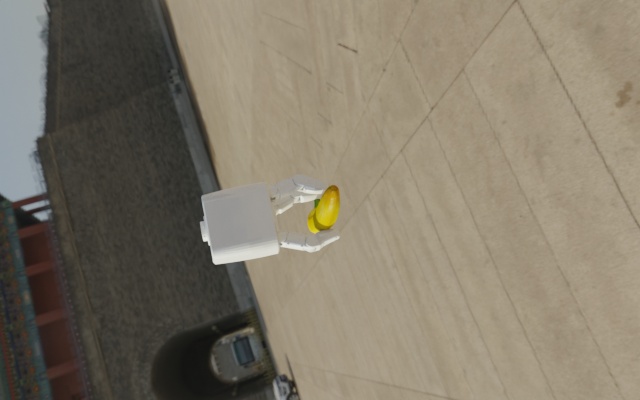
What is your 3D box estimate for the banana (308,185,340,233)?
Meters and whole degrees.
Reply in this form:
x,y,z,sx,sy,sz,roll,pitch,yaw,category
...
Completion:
x,y,z,sx,sy,sz,roll,pitch,yaw,category
0.001,0.021,0.801,0.037,0.069,0.198,-5,-5,-10,banana
